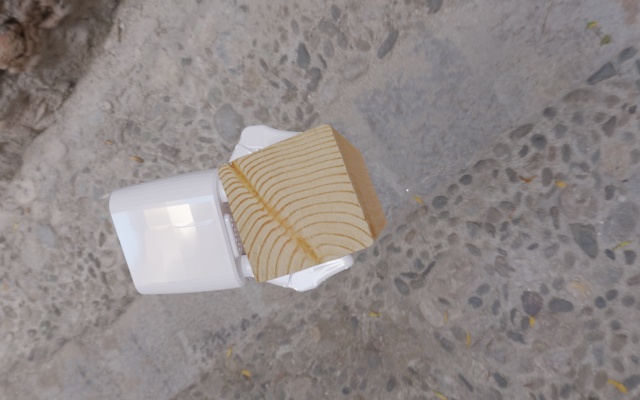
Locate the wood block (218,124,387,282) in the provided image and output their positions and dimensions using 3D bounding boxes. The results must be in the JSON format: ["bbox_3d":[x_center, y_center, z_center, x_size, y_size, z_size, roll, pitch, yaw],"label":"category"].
[{"bbox_3d":[0.000,0.002,0.429,0.090,0.091,0.206,-20,-2,10],"label":"wood block"}]
